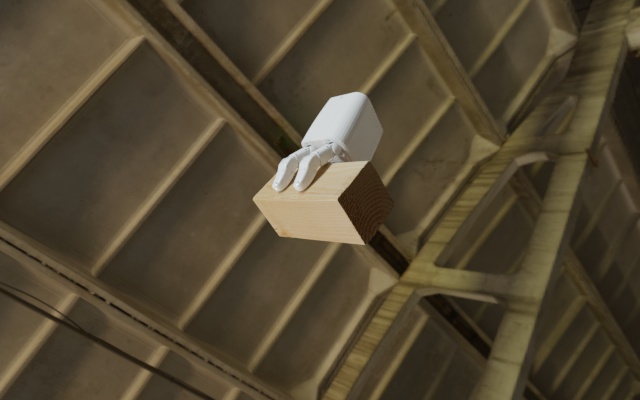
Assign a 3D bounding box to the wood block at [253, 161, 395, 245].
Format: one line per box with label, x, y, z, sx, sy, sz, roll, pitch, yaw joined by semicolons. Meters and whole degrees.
wood block;0.000;0.002;0.760;0.206;0.091;0.090;0;42;49
